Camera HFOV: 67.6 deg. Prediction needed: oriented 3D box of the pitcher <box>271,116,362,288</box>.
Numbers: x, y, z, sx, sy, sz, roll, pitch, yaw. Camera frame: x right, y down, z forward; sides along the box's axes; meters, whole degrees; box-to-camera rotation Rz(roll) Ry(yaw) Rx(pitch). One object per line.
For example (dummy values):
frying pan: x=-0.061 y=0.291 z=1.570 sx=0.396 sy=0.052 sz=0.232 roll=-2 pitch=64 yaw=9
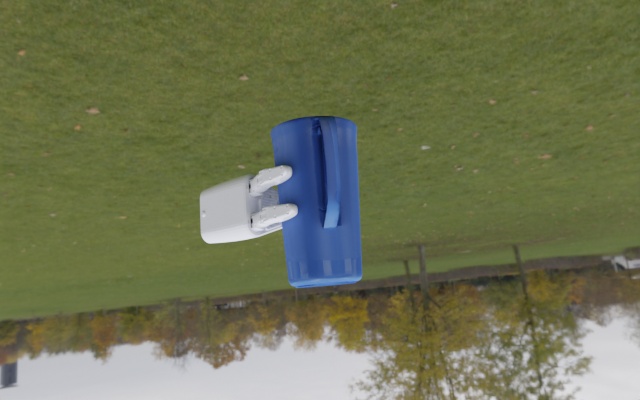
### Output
pitcher: x=0.000 y=0.002 z=0.706 sx=0.145 sy=0.242 sz=0.149 roll=-12 pitch=-13 yaw=31
